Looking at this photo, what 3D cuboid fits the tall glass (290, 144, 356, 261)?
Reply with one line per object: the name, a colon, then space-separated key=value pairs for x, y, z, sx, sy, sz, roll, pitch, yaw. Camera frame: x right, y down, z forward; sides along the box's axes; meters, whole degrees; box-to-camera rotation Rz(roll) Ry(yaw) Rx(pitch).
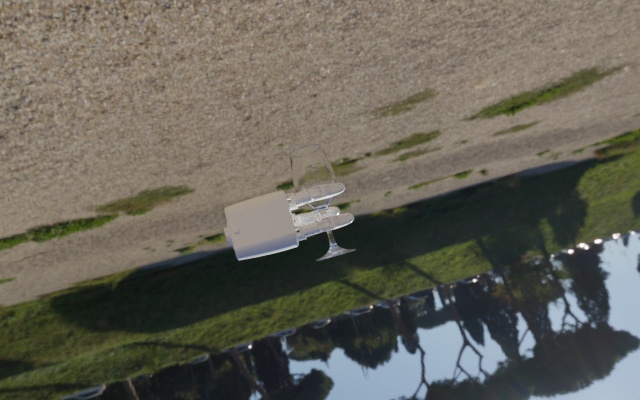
tall glass: x=0.000 y=0.003 z=0.857 sx=0.079 sy=0.201 sz=0.079 roll=-16 pitch=-7 yaw=-2
